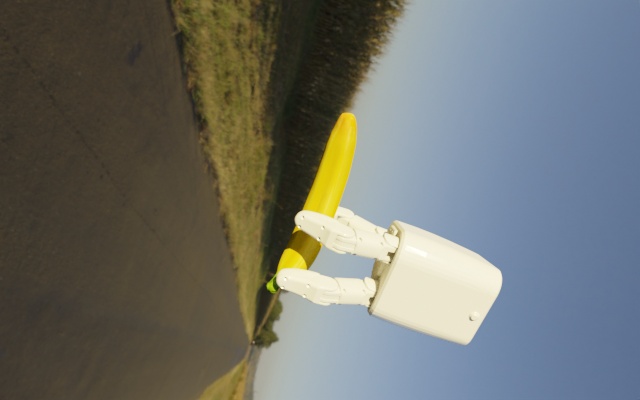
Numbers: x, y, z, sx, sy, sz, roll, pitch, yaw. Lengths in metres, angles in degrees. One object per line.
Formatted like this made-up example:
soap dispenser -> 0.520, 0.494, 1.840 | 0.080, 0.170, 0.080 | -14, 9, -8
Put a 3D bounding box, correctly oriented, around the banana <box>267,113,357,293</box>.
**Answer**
banana -> 0.000, 0.006, 0.508 | 0.037, 0.198, 0.069 | 22, -2, 3
